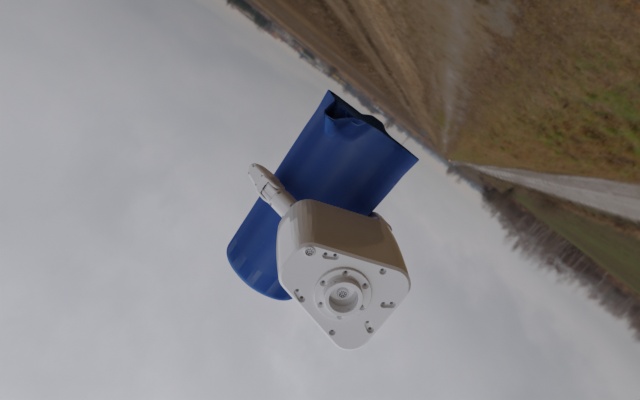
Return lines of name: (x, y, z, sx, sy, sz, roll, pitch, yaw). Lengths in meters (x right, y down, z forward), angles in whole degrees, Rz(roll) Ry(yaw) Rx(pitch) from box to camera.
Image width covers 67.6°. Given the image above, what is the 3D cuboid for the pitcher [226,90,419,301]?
pitcher: (0.000, 0.002, 0.587, 0.149, 0.243, 0.145, 34, 13, -16)
